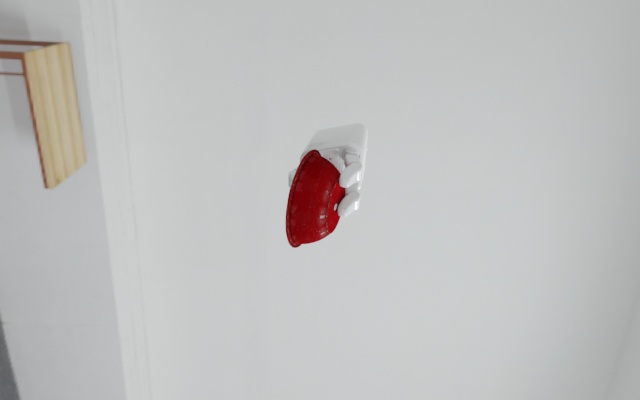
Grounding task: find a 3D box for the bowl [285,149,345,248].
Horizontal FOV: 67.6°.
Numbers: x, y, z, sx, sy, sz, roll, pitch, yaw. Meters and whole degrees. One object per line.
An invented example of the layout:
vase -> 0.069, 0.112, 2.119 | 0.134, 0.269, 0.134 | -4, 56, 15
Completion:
bowl -> 0.000, 0.003, 0.761 | 0.055, 0.162, 0.162 | 13, 4, 17
